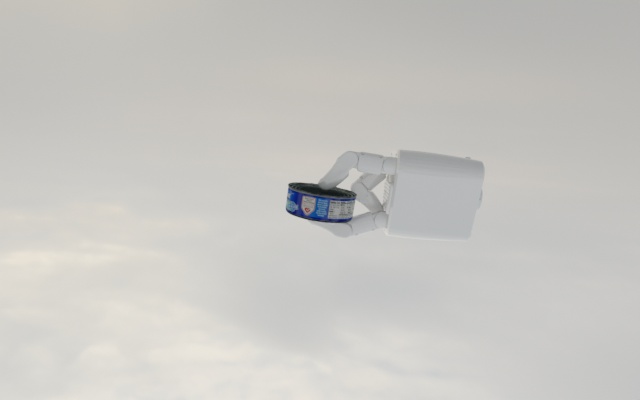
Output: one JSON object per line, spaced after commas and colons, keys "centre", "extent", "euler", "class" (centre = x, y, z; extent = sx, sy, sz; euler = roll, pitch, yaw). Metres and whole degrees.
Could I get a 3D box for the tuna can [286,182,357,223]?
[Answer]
{"centre": [0.000, 0.002, 0.591], "extent": [0.086, 0.034, 0.086], "euler": [8, 10, -1], "class": "tuna can"}
